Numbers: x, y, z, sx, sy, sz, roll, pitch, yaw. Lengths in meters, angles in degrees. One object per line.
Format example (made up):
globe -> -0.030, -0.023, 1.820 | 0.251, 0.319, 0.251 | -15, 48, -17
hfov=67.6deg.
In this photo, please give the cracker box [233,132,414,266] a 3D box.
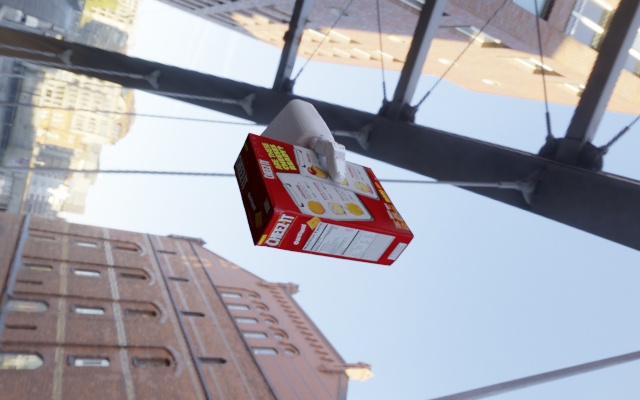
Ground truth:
cracker box -> 0.000, 0.002, 0.657 | 0.214, 0.072, 0.164 | 12, 34, -30
